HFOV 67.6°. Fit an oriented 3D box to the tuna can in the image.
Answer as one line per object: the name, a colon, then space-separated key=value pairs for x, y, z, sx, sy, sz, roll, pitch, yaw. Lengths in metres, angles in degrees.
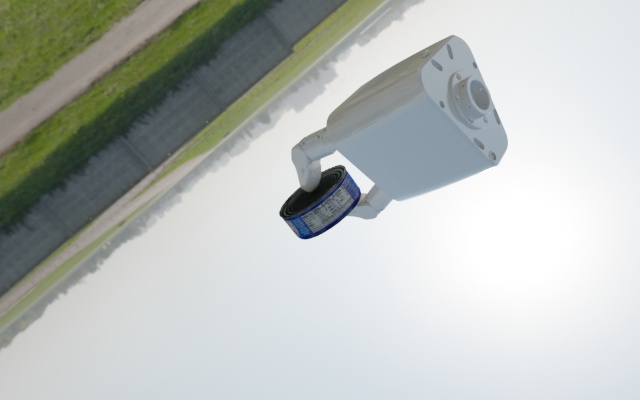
tuna can: x=0.000 y=0.002 z=0.503 sx=0.086 sy=0.034 sz=0.086 roll=-34 pitch=17 yaw=12
